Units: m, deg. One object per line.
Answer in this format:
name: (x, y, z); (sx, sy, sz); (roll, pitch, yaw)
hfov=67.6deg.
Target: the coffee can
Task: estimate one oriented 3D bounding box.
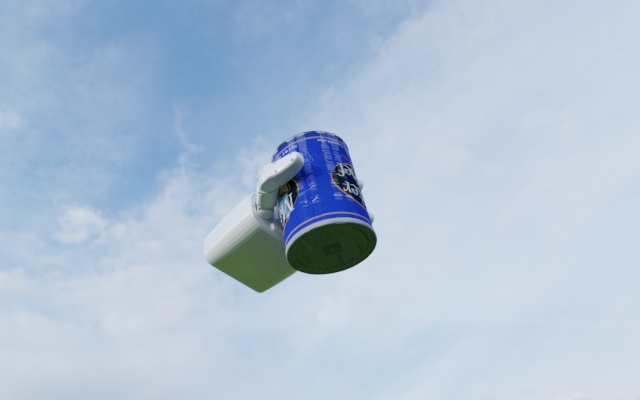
coffee can: (0.000, 0.002, 0.568); (0.103, 0.140, 0.103); (-8, -38, -7)
